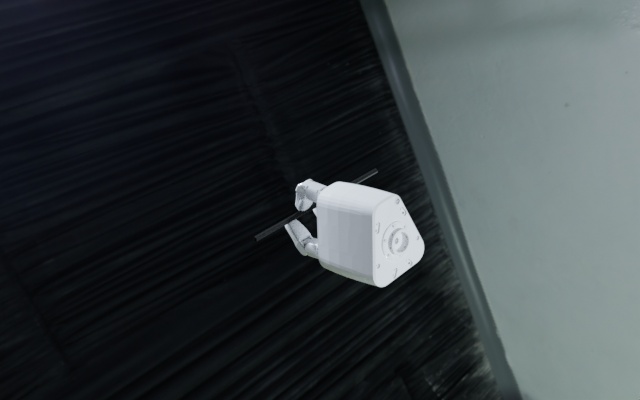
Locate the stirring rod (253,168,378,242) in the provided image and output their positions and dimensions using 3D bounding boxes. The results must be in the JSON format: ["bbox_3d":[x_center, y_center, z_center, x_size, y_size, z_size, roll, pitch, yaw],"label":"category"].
[{"bbox_3d":[0.000,0.002,0.720,0.239,0.011,0.011,-29,16,-30],"label":"stirring rod"}]
